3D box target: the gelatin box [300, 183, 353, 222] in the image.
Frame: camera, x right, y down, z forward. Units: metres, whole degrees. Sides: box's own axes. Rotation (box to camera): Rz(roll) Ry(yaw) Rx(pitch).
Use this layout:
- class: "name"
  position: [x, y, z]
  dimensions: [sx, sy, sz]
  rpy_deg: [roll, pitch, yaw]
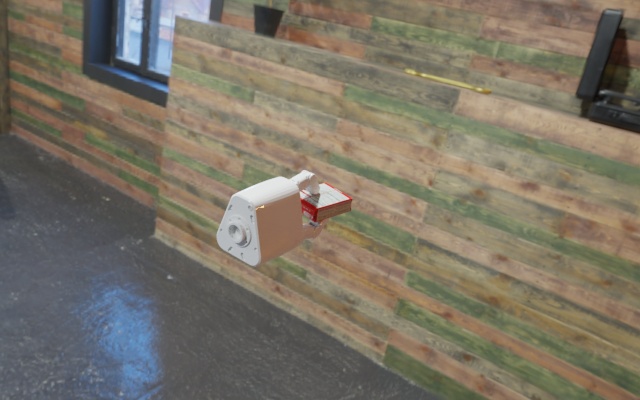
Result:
- class: "gelatin box"
  position: [0.000, 0.002, 0.849]
  dimensions: [0.089, 0.030, 0.073]
  rpy_deg: [-17, 36, -39]
